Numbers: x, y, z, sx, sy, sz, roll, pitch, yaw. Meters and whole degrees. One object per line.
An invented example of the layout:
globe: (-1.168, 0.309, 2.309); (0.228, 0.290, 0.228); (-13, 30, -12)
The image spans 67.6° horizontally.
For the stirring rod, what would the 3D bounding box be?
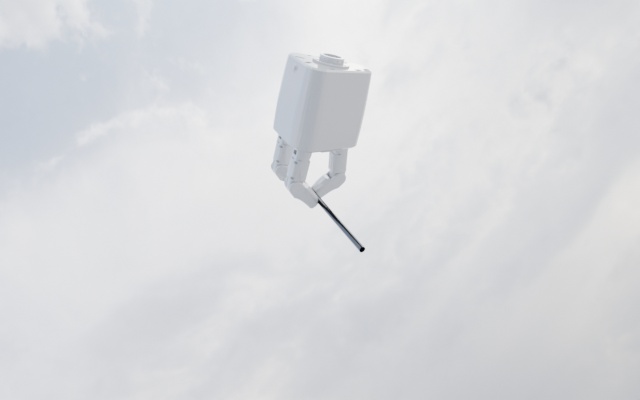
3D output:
stirring rod: (0.000, 0.002, 0.664); (0.011, 0.011, 0.239); (0, 28, -28)
